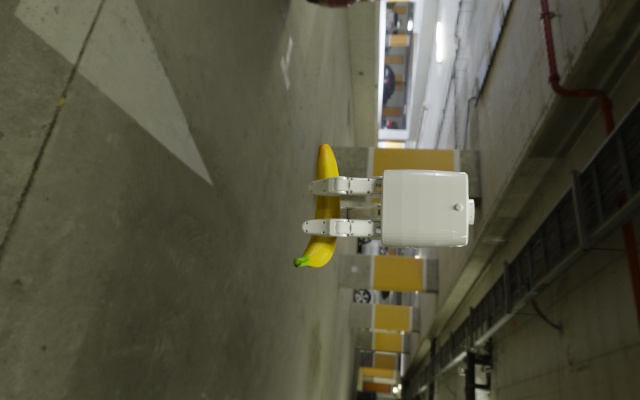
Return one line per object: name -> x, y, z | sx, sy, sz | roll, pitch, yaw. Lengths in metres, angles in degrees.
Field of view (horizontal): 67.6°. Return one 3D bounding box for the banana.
banana -> 0.005, 0.015, 0.669 | 0.037, 0.197, 0.070 | -2, -33, 18
